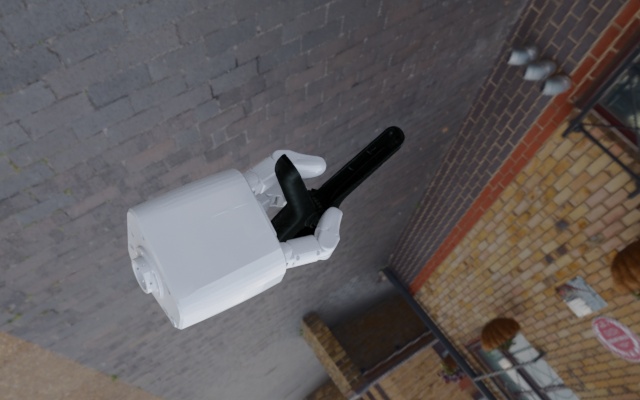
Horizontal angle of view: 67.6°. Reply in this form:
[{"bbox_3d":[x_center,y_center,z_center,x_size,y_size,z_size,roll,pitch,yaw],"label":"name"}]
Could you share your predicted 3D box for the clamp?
[{"bbox_3d":[0.000,0.003,0.525,0.164,0.036,0.210,-22,-25,-33],"label":"clamp"}]
